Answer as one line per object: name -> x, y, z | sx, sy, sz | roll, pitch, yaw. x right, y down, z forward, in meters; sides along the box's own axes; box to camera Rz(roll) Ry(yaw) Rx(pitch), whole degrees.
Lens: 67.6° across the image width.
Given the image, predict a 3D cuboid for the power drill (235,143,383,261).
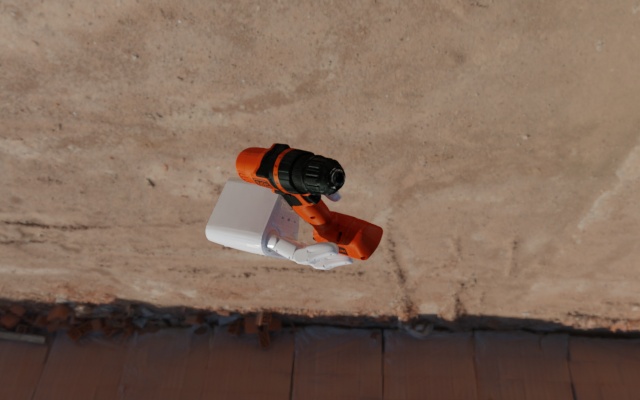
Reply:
power drill -> 0.000, 0.002, 0.598 | 0.184, 0.057, 0.188 | 15, -25, 50
